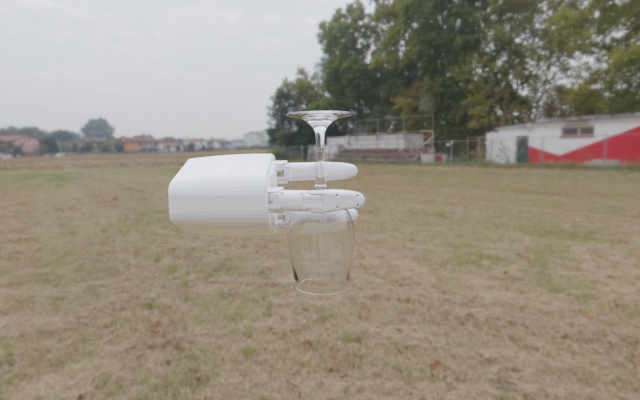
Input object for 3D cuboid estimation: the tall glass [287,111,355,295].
[{"bbox_3d":[0.000,0.001,0.546,0.079,0.201,0.079,-1,6,0],"label":"tall glass"}]
